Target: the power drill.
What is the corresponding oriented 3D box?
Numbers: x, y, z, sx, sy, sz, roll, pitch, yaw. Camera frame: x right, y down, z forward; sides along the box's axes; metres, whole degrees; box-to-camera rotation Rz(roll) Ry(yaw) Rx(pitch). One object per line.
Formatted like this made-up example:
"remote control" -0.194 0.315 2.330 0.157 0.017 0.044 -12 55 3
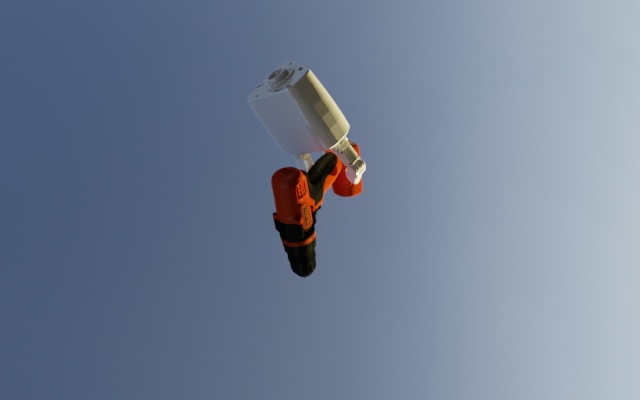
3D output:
"power drill" 0.000 0.002 0.737 0.057 0.185 0.187 13 39 27
